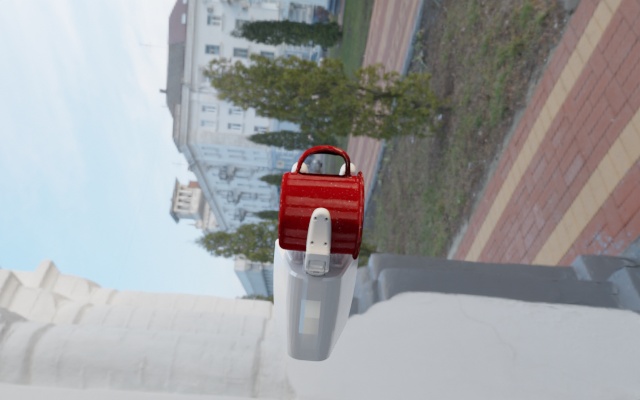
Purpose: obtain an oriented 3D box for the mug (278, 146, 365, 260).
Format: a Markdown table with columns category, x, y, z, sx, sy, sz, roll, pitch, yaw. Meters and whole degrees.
| category | x | y | z | sx | sy | sz | roll | pitch | yaw |
| --- | --- | --- | --- | --- | --- | --- | --- | --- | --- |
| mug | 0.000 | 0.000 | 0.493 | 0.081 | 0.117 | 0.093 | 4 | 17 | -2 |
